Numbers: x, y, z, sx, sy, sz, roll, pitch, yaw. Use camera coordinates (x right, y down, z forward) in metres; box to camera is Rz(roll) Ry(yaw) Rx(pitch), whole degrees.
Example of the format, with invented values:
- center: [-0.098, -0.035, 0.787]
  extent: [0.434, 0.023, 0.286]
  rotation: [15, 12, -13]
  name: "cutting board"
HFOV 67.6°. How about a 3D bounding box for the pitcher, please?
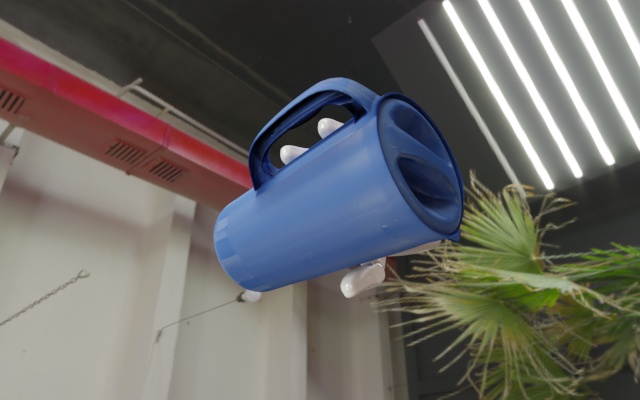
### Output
- center: [0.000, 0.002, 0.466]
  extent: [0.243, 0.149, 0.145]
  rotation: [-26, -19, 36]
  name: "pitcher"
